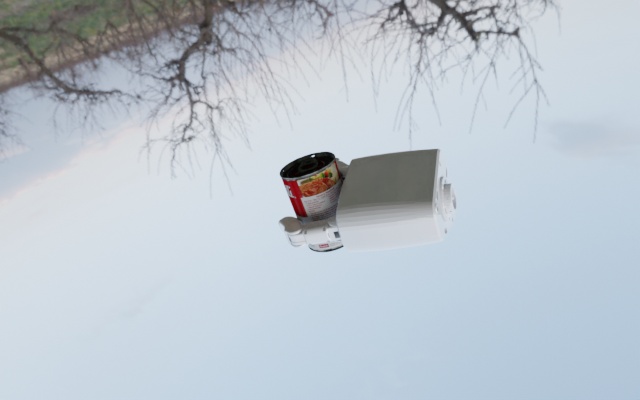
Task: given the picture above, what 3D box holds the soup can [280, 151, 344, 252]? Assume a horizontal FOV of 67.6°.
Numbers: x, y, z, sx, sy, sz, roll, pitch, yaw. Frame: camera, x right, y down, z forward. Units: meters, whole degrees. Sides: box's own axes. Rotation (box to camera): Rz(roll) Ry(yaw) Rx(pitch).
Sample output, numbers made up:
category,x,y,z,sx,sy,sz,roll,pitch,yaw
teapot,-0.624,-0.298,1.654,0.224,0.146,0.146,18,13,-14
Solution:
category,x,y,z,sx,sy,sz,roll,pitch,yaw
soup can,0.000,0.002,0.570,0.068,0.102,0.068,-16,24,8
